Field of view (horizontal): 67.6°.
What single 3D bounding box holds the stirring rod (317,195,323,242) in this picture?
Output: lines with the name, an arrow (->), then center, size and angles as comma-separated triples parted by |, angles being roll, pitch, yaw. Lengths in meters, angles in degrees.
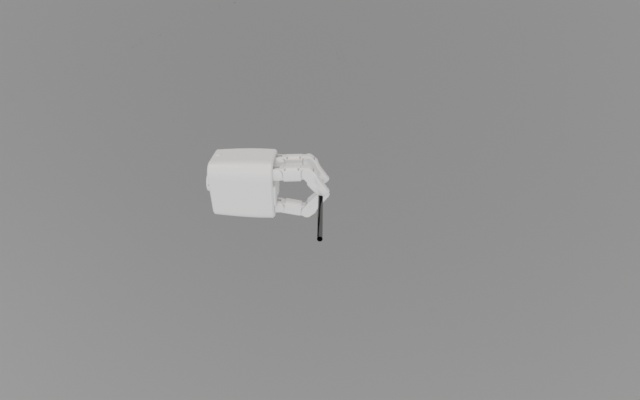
stirring rod -> 0.000, 0.003, 0.771 | 0.011, 0.011, 0.239 | 0, 25, 1
